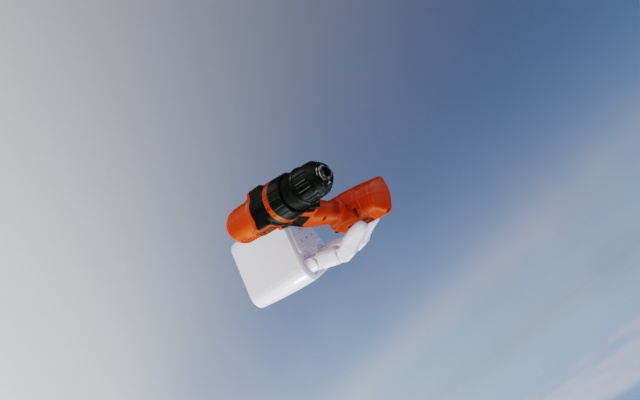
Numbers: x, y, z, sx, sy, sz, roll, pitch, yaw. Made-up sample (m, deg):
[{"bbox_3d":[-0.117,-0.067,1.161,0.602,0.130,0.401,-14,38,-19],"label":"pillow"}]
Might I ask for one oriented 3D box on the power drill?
[{"bbox_3d":[0.000,0.002,0.593,0.187,0.057,0.184,1,-19,-41],"label":"power drill"}]
